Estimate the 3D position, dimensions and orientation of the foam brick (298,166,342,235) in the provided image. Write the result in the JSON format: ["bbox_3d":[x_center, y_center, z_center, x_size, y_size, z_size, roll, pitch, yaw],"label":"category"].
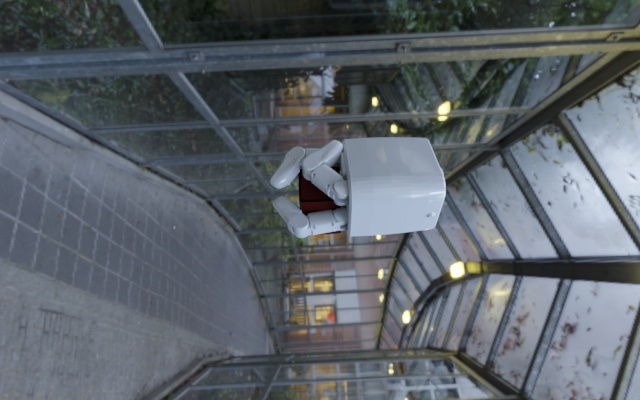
[{"bbox_3d":[0.000,0.002,0.601,0.051,0.053,0.078,-3,-34,-1],"label":"foam brick"}]
